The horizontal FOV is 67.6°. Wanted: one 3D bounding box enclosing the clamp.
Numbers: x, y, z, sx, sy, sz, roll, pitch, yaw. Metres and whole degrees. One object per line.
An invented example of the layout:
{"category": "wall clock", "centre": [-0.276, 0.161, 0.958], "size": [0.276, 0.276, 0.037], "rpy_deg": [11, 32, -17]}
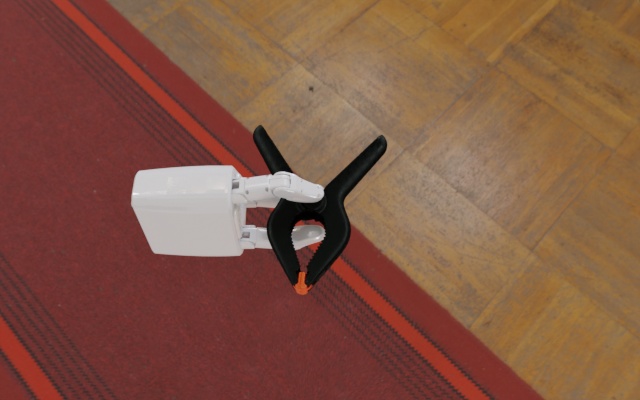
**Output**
{"category": "clamp", "centre": [0.000, 0.002, 0.551], "size": [0.164, 0.210, 0.036], "rpy_deg": [-2, -25, 1]}
